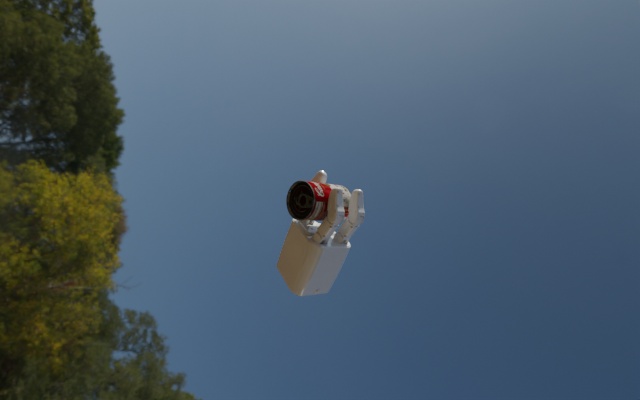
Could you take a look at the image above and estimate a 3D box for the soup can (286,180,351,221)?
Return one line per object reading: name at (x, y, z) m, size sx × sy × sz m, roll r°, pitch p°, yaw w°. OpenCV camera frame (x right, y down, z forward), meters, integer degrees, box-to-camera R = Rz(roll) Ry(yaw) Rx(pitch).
soup can at (0.000, 0.002, 0.841) m, size 0.068 × 0.068 × 0.102 m, roll 0°, pitch -3°, yaw 44°
